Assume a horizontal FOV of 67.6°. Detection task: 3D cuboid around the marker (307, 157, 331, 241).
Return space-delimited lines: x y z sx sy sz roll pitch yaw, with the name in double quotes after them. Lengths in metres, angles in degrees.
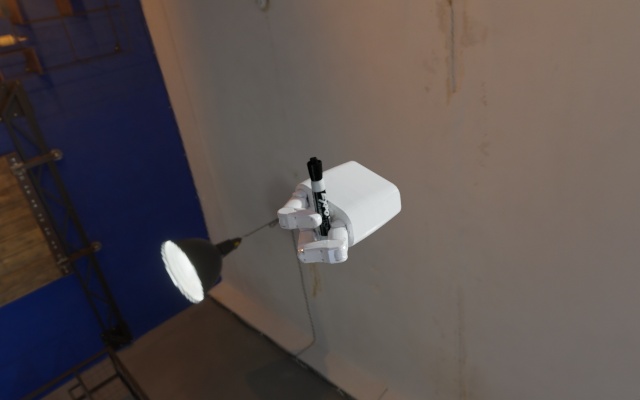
0.000 0.002 0.606 0.020 0.121 0.020 -7 26 4 "marker"
